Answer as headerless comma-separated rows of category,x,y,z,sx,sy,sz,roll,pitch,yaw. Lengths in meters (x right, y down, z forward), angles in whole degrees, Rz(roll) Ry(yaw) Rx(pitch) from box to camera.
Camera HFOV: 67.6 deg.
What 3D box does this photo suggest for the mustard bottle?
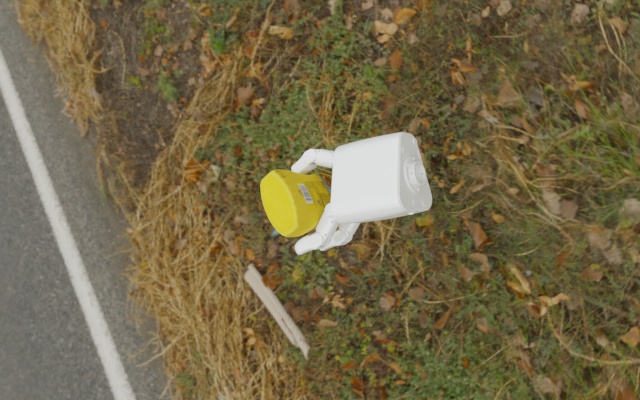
mustard bottle,0.000,0.003,0.731,0.058,0.096,0.191,-39,-23,33
